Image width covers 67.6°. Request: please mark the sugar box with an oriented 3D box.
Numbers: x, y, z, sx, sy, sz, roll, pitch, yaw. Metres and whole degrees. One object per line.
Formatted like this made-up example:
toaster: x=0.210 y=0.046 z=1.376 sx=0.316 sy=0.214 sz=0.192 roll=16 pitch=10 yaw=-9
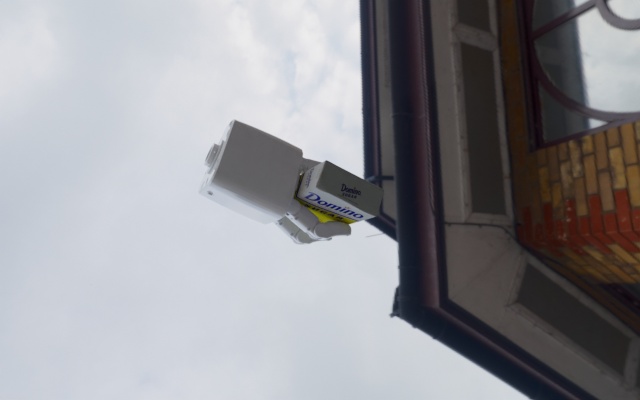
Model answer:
sugar box: x=0.000 y=0.003 z=0.666 sx=0.093 sy=0.048 sz=0.176 roll=26 pitch=-19 yaw=-19
